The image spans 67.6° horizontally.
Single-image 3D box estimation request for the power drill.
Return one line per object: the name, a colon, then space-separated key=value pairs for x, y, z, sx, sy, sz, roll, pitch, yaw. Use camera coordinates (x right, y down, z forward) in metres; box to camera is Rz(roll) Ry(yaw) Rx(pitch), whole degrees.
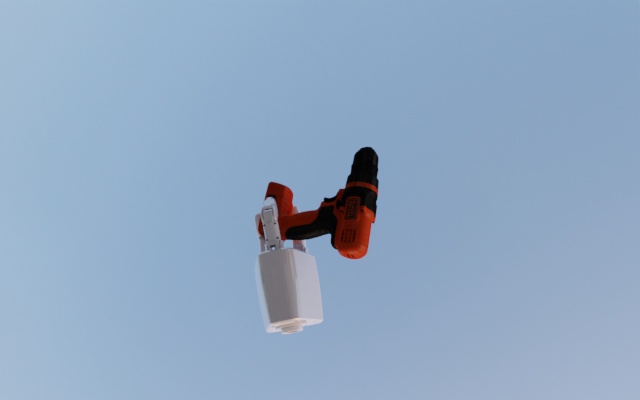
power drill: x=0.000 y=0.003 z=0.757 sx=0.187 sy=0.184 sz=0.057 roll=-4 pitch=-30 yaw=29
